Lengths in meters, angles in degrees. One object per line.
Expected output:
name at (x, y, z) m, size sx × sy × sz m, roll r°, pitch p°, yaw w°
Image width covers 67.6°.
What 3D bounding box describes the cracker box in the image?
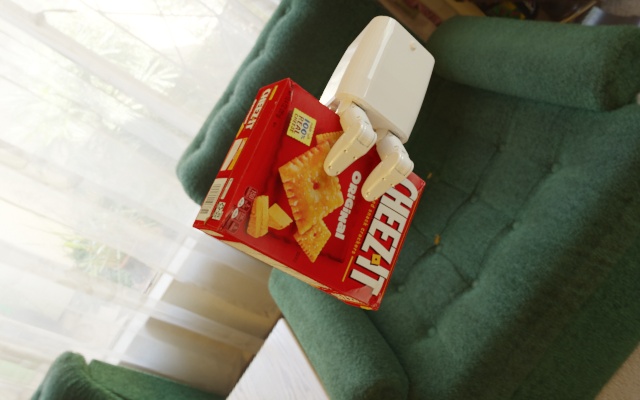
cracker box at (0.000, 0.002, 0.509) m, size 0.214 × 0.164 × 0.072 m, roll 32°, pitch -16°, yaw -30°
